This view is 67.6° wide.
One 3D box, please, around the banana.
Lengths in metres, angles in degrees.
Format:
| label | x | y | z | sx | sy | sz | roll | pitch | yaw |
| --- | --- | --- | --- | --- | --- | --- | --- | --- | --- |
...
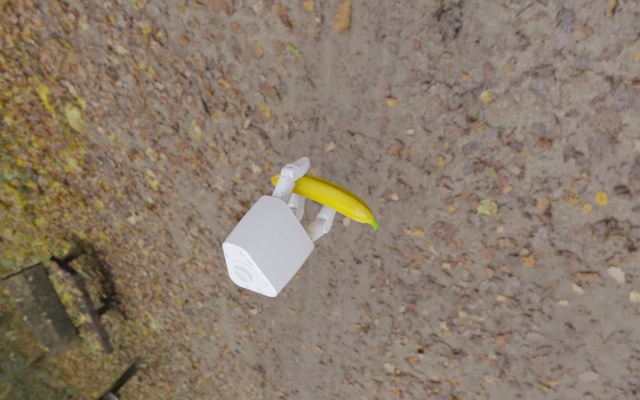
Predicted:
| label | x | y | z | sx | sy | sz | roll | pitch | yaw |
| --- | --- | --- | --- | --- | --- | --- | --- | --- | --- |
| banana | 0.005 | -0.006 | 0.773 | 0.198 | 0.037 | 0.070 | 26 | -33 | 12 |
